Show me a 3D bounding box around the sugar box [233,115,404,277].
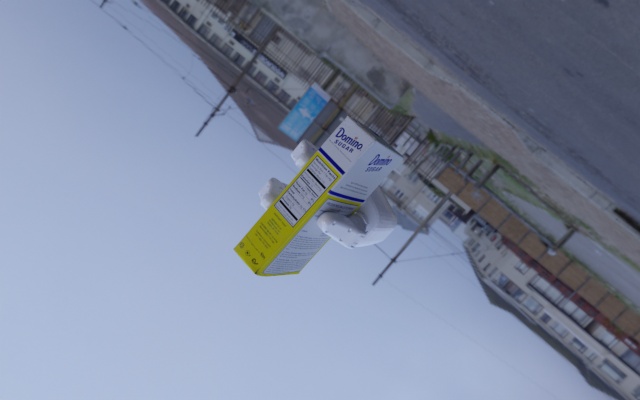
[{"bbox_3d":[0.000,0.001,0.486,0.048,0.176,0.093,44,13,22],"label":"sugar box"}]
